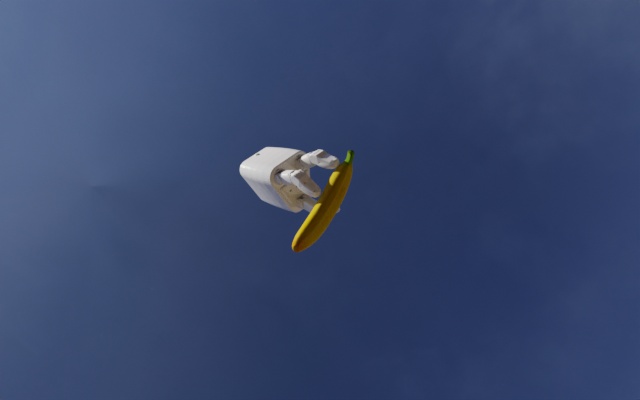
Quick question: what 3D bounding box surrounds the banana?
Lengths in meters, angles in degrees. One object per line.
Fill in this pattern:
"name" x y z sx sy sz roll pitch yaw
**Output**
"banana" 0.006 0.008 0.810 0.037 0.197 0.070 21 -18 24
